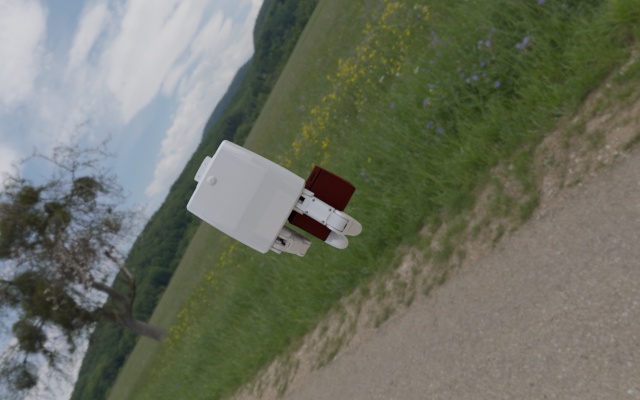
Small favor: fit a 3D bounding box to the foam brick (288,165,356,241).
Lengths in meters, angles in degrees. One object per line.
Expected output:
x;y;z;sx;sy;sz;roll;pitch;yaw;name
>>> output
0.000;0.002;0.594;0.051;0.078;0.053;30;4;-10;foam brick
